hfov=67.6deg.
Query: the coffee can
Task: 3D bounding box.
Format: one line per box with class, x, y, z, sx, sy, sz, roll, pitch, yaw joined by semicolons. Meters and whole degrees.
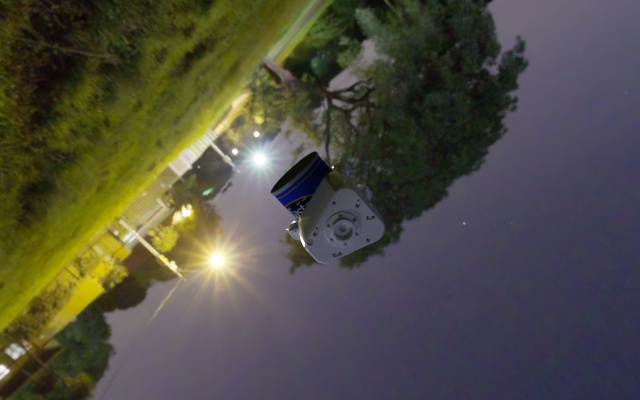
coffee can;0.000;0.003;0.807;0.103;0.140;0.102;-40;14;11
